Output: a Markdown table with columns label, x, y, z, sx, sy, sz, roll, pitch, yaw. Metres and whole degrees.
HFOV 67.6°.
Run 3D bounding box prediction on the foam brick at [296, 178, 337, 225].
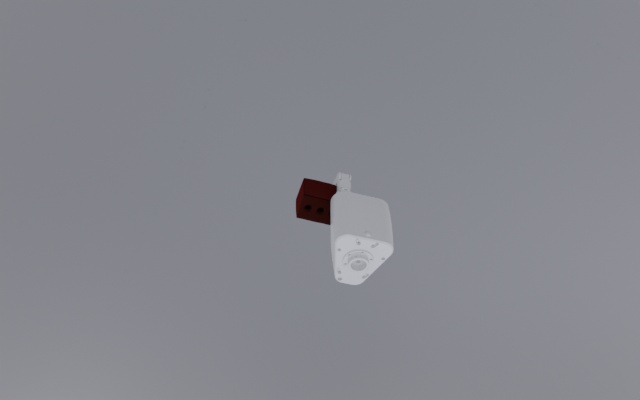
| label | x | y | z | sx | sy | sz | roll | pitch | yaw |
| --- | --- | --- | --- | --- | --- | --- | --- | --- | --- |
| foam brick | 0.000 | 0.003 | 0.828 | 0.078 | 0.053 | 0.051 | 12 | 37 | -10 |
